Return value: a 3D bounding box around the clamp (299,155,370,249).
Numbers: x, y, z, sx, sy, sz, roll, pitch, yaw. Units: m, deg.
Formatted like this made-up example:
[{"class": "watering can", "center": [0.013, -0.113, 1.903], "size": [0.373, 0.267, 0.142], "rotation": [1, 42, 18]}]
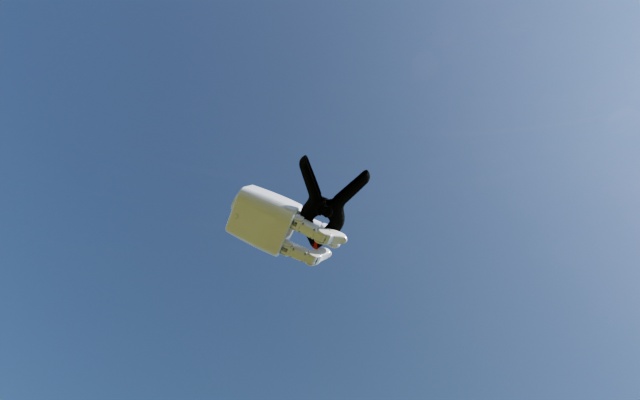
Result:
[{"class": "clamp", "center": [0.000, 0.003, 0.830], "size": [0.120, 0.171, 0.039], "rotation": [24, 23, 0]}]
